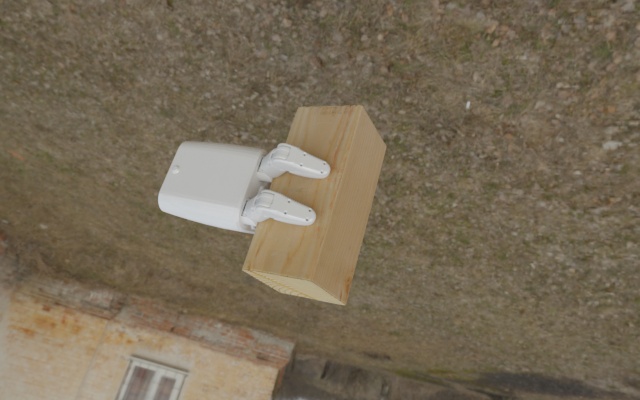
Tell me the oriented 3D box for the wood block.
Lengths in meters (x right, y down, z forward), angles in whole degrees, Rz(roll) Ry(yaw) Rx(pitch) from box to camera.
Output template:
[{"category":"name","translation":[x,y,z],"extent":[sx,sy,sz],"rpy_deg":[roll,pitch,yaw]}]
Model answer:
[{"category":"wood block","translation":[0.000,0.002,0.549],"extent":[0.090,0.206,0.091],"rpy_deg":[5,-24,29]}]
